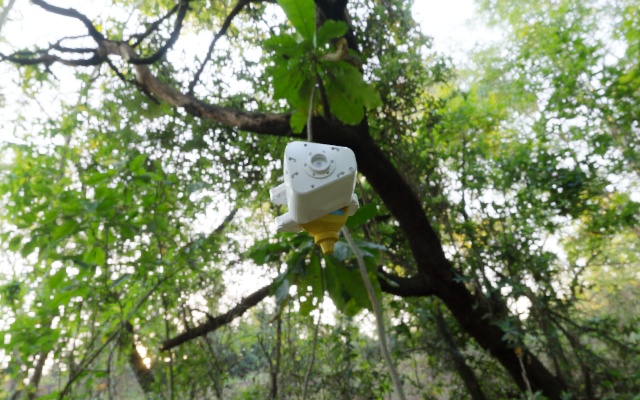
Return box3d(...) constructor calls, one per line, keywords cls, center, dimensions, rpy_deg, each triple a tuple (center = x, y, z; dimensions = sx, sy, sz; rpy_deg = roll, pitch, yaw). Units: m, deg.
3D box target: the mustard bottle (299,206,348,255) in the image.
box3d(cls="mustard bottle", center=(0.000, 0.003, 0.848), dimensions=(0.096, 0.191, 0.058), rpy_deg=(4, -28, -28))
